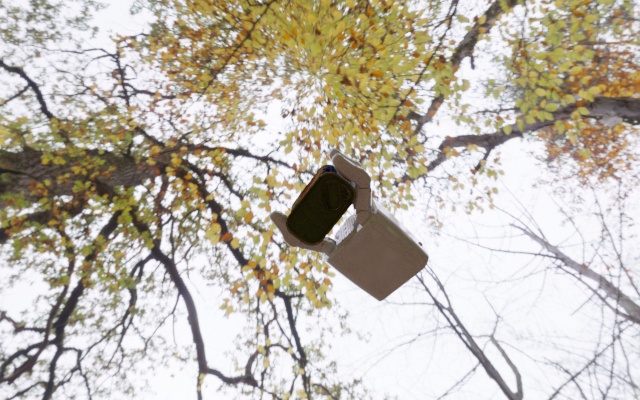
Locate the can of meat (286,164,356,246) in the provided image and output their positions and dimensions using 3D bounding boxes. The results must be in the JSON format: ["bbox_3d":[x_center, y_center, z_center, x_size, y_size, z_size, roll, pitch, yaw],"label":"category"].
[{"bbox_3d":[0.000,0.002,0.667,0.057,0.102,0.084,37,11,-9],"label":"can of meat"}]
